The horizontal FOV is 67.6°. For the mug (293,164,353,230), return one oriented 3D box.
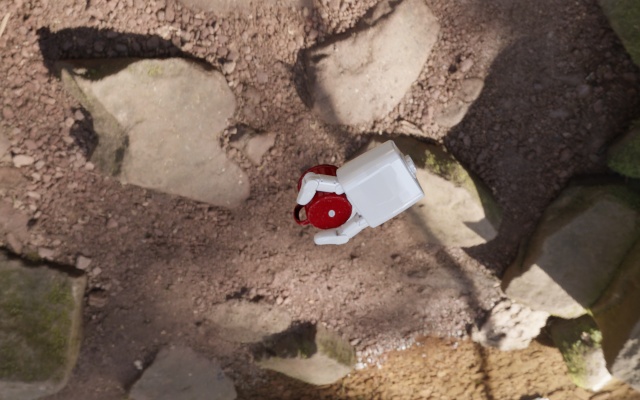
[{"bbox_3d":[-0.001,0.004,0.846,0.117,0.081,0.093,-31,-50,16],"label":"mug"}]
